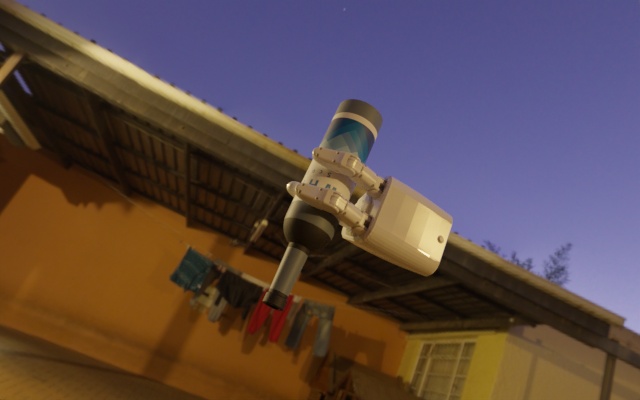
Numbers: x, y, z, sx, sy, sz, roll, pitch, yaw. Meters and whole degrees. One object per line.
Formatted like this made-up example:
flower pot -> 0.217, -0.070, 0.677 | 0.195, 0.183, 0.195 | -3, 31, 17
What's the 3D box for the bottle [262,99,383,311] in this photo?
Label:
bottle -> 0.000, 0.002, 0.621 | 0.069, 0.295, 0.069 | 21, -22, 9
